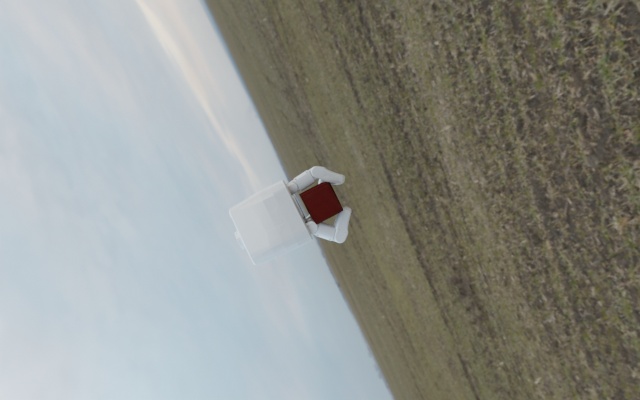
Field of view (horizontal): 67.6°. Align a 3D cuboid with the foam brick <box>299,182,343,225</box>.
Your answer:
[{"bbox_3d":[0.000,0.002,0.788,0.051,0.053,0.078,-27,5,-3],"label":"foam brick"}]
